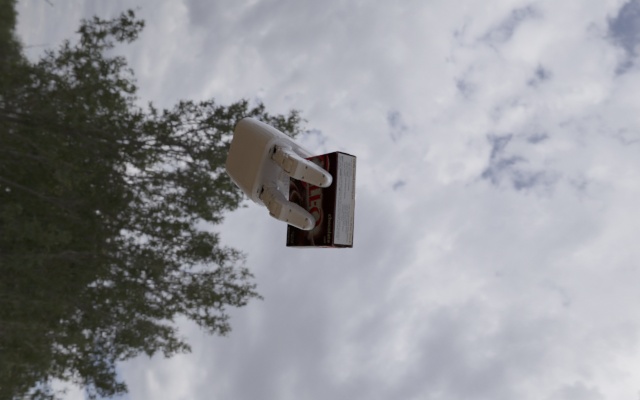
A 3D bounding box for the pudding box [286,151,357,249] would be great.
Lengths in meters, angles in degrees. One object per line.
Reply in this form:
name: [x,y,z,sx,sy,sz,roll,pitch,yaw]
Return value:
pudding box: [0.000,0.002,0.582,0.039,0.113,0.090,6,-9,-38]
